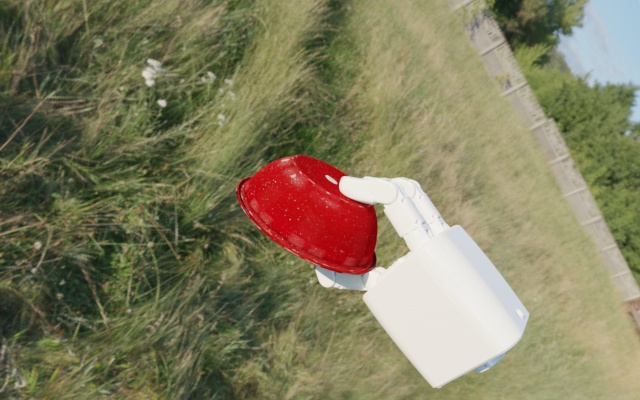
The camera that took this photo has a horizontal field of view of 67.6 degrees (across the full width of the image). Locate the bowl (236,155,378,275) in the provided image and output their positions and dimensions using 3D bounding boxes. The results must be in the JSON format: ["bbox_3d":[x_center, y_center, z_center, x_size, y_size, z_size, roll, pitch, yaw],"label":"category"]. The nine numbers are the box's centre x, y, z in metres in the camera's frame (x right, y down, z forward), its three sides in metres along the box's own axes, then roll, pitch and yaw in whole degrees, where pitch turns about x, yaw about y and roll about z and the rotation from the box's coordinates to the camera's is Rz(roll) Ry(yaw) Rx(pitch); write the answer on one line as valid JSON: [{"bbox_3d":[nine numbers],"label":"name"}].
[{"bbox_3d":[-0.001,0.000,0.479,0.162,0.055,0.162,27,19,-10],"label":"bowl"}]
